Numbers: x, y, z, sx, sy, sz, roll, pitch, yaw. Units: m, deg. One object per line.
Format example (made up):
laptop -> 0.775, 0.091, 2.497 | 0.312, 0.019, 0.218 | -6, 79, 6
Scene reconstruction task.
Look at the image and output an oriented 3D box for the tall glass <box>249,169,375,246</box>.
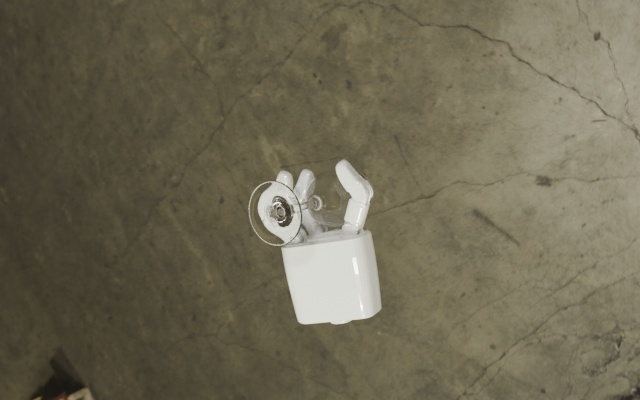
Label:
tall glass -> 0.000, 0.002, 0.617 | 0.079, 0.079, 0.201 | 0, 8, 32
